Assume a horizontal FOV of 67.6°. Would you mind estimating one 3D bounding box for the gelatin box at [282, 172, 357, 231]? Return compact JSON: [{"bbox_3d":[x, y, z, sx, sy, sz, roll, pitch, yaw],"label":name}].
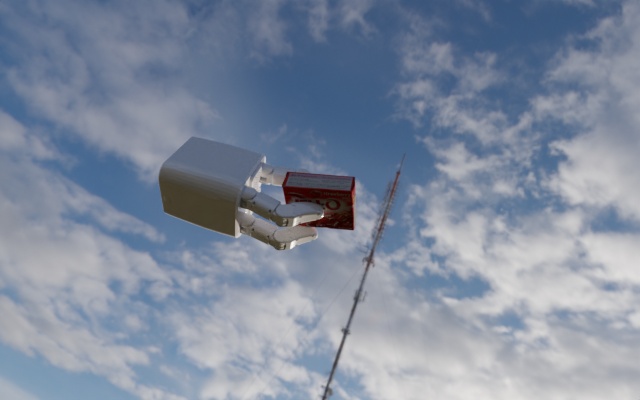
[{"bbox_3d":[0.001,0.002,0.605,0.089,0.030,0.073,4,-43,10],"label":"gelatin box"}]
